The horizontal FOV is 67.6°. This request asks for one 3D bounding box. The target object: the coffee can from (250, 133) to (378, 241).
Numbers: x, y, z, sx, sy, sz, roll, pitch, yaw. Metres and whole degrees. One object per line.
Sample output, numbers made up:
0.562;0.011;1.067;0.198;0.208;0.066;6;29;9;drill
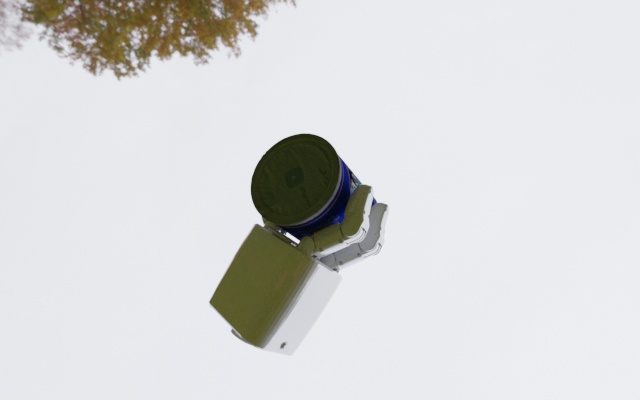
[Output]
0.000;0.002;0.545;0.103;0.102;0.140;0;-22;26;coffee can
